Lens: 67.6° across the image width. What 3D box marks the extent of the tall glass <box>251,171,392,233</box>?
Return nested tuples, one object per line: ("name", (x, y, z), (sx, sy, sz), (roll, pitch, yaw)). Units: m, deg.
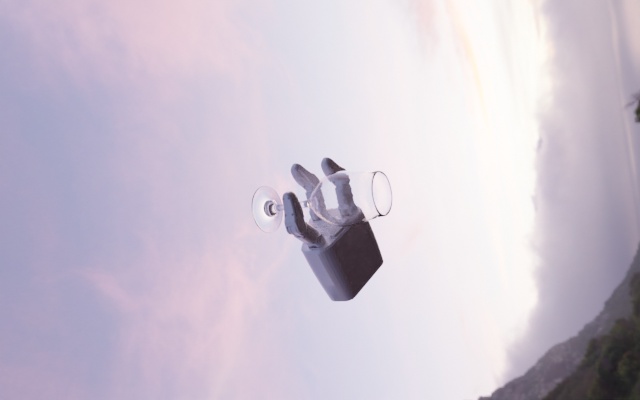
("tall glass", (-0.001, 0.002, 0.691), (0.201, 0.079, 0.079), (-8, -5, 33))
